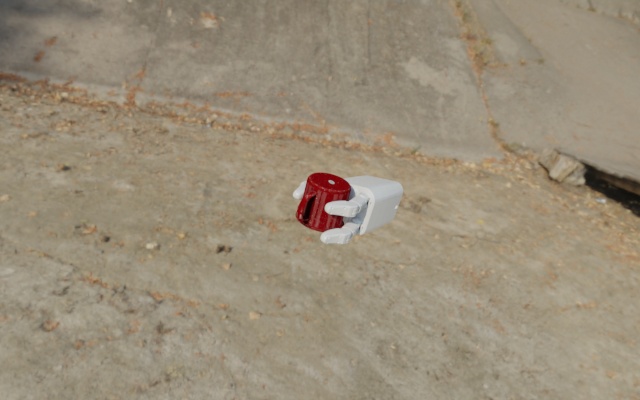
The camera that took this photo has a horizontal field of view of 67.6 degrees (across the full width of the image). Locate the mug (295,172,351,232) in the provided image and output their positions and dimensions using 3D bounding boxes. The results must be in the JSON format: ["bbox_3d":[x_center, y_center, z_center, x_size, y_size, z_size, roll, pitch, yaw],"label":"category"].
[{"bbox_3d":[-0.001,0.003,0.861,0.093,0.081,0.117,31,30,32],"label":"mug"}]
